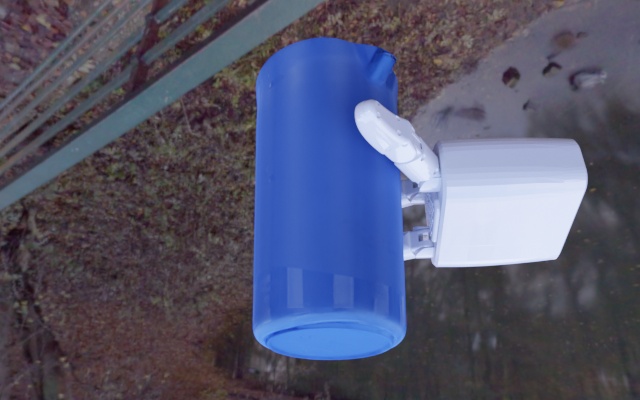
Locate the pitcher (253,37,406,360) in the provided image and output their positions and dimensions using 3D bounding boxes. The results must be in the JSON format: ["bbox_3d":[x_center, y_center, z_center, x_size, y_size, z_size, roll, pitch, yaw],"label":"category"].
[{"bbox_3d":[0.000,0.001,0.400,0.145,0.242,0.149,-3,-31,5],"label":"pitcher"}]
